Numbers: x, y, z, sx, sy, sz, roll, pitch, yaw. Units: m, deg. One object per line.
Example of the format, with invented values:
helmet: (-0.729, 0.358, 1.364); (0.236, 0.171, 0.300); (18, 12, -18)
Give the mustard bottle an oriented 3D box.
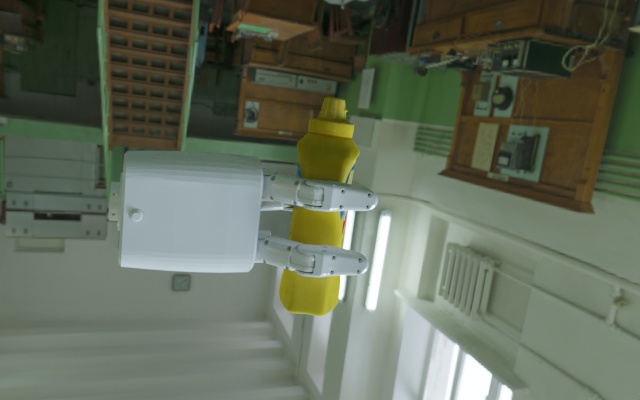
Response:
mustard bottle: (0.000, 0.002, 0.445); (0.058, 0.191, 0.096); (8, 10, 3)
